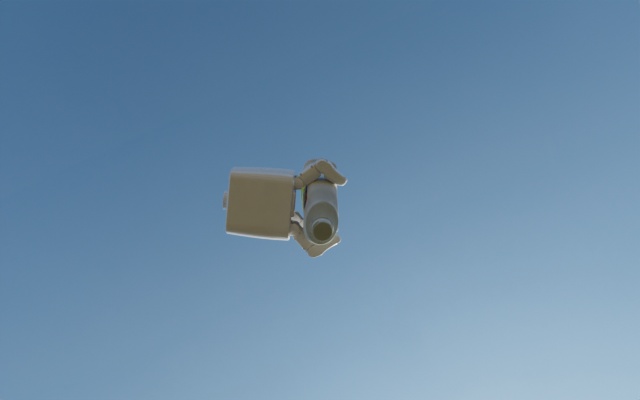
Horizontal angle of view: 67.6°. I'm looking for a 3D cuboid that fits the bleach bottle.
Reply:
[{"bbox_3d":[0.000,0.003,0.801,0.068,0.102,0.250,5,15,-3],"label":"bleach bottle"}]
